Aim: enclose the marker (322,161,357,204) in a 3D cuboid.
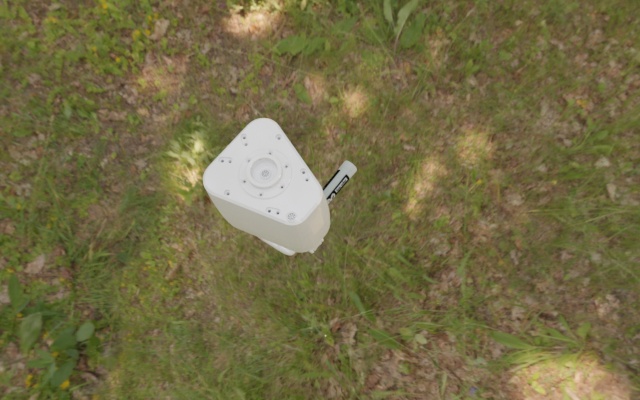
[{"bbox_3d":[0.000,0.002,0.577,0.020,0.121,0.020,38,-12,10],"label":"marker"}]
